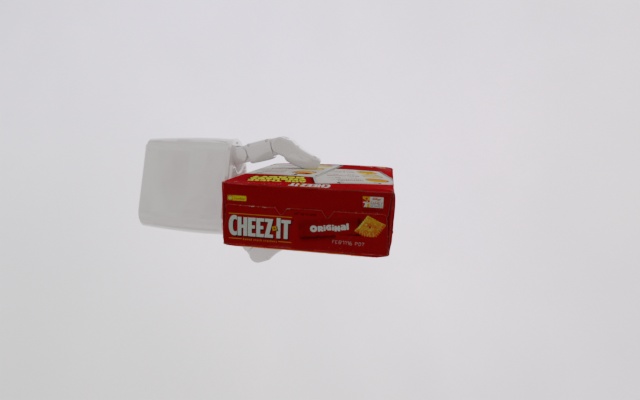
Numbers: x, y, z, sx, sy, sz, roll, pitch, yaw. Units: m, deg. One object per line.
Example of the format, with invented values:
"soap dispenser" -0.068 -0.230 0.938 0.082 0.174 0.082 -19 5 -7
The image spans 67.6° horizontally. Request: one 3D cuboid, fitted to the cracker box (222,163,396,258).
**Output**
"cracker box" 0.000 0.002 0.545 0.164 0.072 0.213 3 10 8
